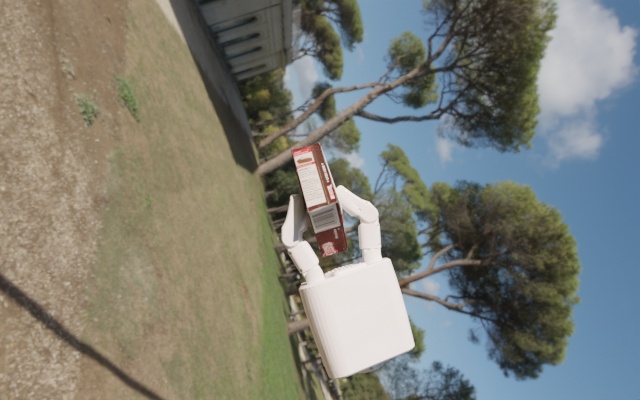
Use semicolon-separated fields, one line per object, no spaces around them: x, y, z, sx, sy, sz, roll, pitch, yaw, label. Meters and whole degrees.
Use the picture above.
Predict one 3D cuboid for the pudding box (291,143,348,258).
0.000;0.002;0.566;0.039;0.090;0.114;-16;-34;-3;pudding box
